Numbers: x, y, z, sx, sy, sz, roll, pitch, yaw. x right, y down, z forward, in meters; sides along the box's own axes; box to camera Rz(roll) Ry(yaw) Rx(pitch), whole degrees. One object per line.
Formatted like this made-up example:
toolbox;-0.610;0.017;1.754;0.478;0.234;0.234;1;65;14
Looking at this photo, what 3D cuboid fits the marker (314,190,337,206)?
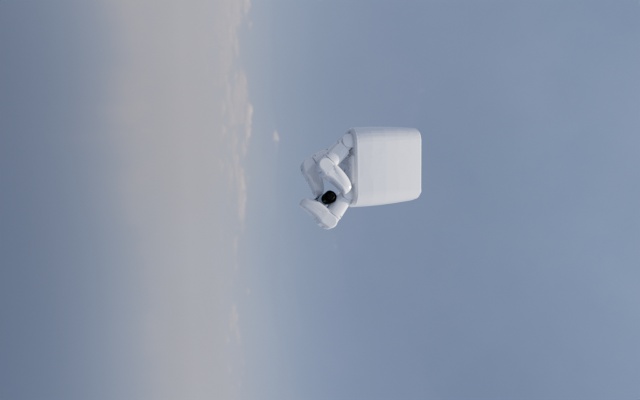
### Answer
marker;0.000;0.002;0.726;0.020;0.020;0.121;0;-8;-15
